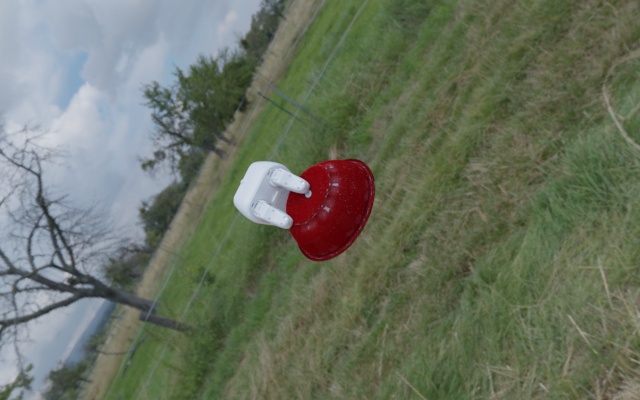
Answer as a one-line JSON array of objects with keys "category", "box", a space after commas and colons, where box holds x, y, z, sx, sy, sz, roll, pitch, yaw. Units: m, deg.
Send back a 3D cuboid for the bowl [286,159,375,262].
[{"category": "bowl", "box": [0.001, 0.002, 0.679, 0.055, 0.162, 0.162, 29, -17, -35]}]
